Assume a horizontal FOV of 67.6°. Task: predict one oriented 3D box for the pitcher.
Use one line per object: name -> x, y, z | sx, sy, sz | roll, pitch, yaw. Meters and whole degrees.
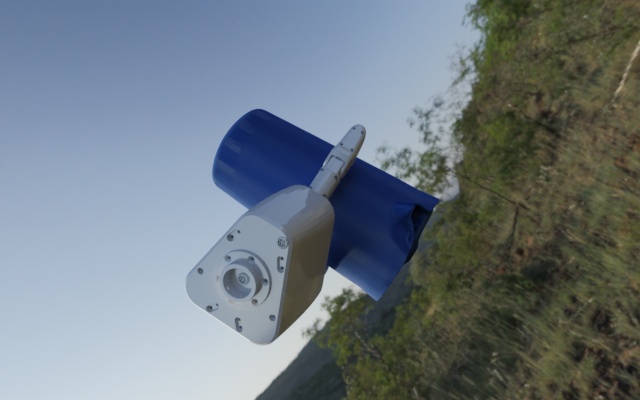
pitcher -> 0.000, 0.002, 0.559 | 0.243, 0.149, 0.145 | 31, 21, 9
